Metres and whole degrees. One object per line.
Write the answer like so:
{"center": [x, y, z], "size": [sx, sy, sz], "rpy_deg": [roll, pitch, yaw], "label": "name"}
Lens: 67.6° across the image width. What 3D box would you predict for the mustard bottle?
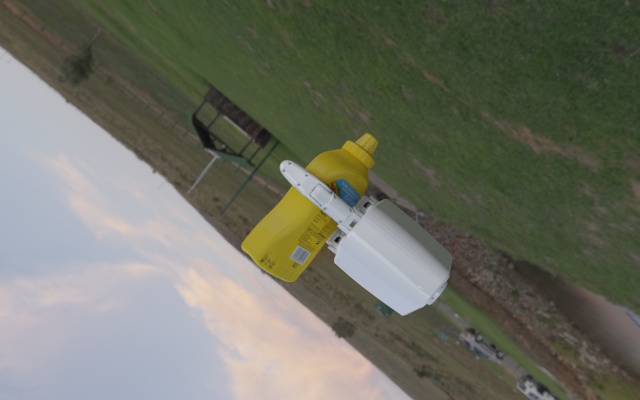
{"center": [0.000, 0.002, 0.548], "size": [0.058, 0.191, 0.096], "rpy_deg": [39, -1, 34], "label": "mustard bottle"}
